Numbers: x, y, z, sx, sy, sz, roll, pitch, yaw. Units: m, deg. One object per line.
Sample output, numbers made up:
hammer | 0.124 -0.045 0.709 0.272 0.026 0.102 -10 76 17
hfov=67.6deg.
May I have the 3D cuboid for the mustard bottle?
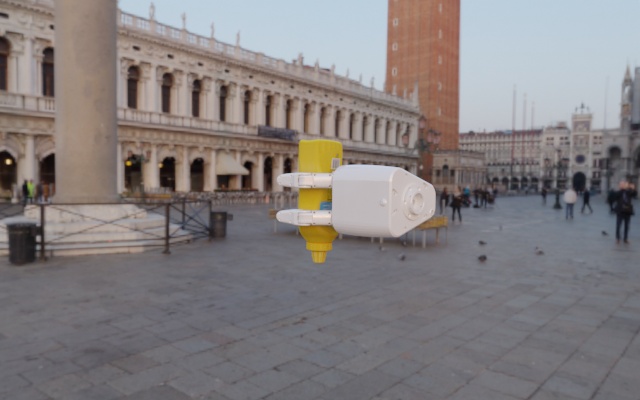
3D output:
mustard bottle | 0.000 0.002 0.753 0.058 0.191 0.096 2 3 23
